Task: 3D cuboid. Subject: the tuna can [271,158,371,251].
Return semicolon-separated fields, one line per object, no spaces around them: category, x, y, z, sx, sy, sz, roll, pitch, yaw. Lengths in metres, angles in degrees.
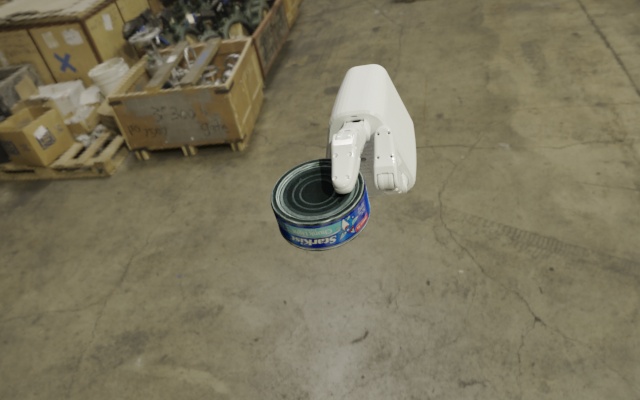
tuna can;0.000;0.001;0.423;0.086;0.034;0.086;-8;44;8
